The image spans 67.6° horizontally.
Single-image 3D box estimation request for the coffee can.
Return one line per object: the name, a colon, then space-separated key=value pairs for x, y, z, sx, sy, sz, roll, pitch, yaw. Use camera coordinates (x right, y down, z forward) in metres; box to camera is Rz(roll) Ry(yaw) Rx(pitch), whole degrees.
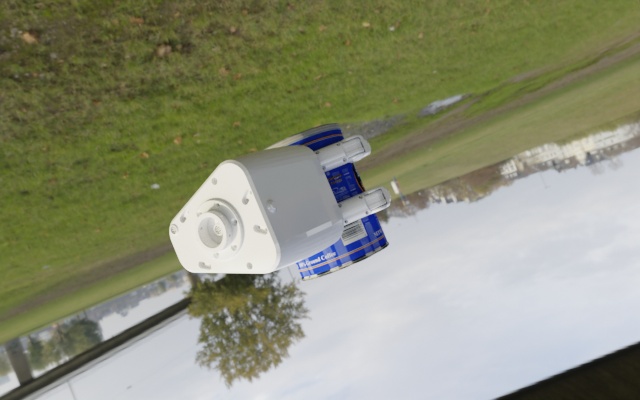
coffee can: x=0.000 y=0.002 z=0.517 sx=0.103 sy=0.140 sz=0.103 roll=-23 pitch=-2 yaw=-1
